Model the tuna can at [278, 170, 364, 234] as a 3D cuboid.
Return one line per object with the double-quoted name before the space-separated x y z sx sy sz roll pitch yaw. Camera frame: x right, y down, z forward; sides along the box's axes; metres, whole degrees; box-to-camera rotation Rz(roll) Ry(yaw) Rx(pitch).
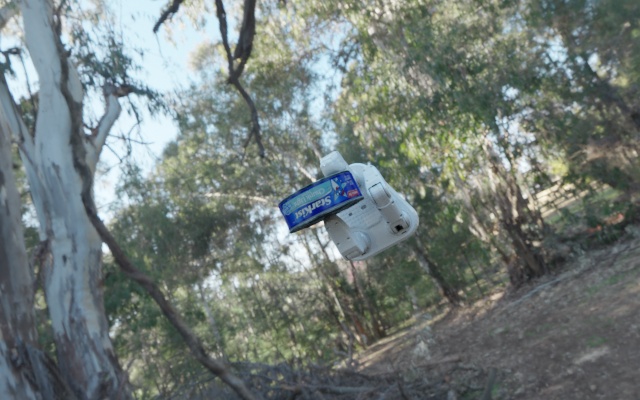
"tuna can" 0.000 0.001 0.498 0.086 0.033 0.086 -25 -5 -3
